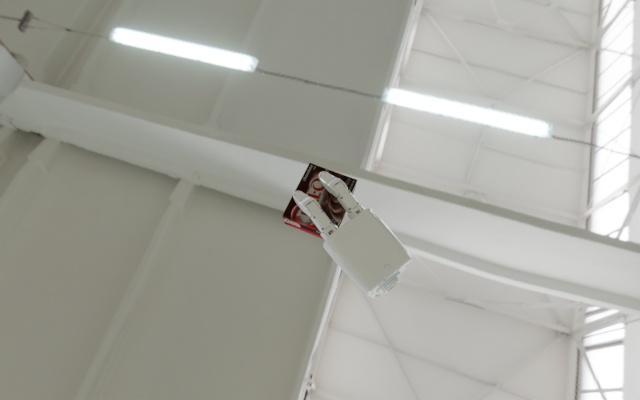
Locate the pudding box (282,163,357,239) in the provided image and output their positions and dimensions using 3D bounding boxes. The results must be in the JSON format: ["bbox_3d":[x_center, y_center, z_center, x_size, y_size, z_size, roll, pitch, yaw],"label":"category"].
[{"bbox_3d":[0.000,0.003,0.802,0.090,0.113,0.039,21,-25,11],"label":"pudding box"}]
